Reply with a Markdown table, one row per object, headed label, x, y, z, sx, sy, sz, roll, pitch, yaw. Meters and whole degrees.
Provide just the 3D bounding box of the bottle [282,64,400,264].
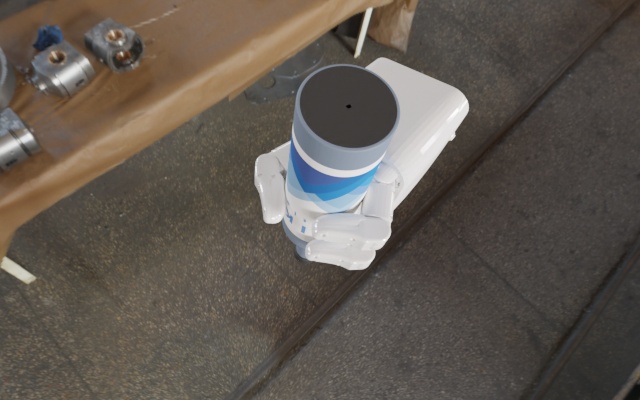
| label | x | y | z | sx | sy | sz | roll | pitch | yaw |
| --- | --- | --- | --- | --- | --- | --- | --- | --- | --- |
| bottle | 0.000 | 0.001 | 0.430 | 0.069 | 0.069 | 0.296 | 0 | -24 | -8 |
